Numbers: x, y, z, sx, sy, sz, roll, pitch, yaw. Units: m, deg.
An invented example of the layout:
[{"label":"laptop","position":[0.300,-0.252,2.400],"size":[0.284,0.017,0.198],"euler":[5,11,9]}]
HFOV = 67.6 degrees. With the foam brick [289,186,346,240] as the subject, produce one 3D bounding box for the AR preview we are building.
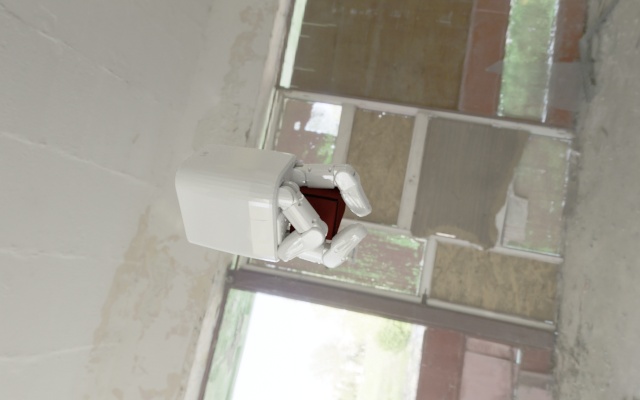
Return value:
[{"label":"foam brick","position":[0.000,0.002,0.543],"size":[0.051,0.053,0.078],"euler":[9,25,8]}]
